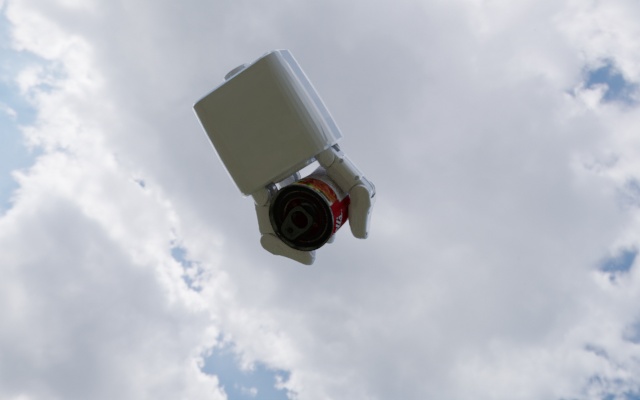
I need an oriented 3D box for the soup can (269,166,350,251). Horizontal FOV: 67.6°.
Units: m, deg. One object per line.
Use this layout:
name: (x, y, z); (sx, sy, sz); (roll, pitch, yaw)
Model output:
soup can: (0.001, 0.002, 0.495); (0.068, 0.068, 0.102); (0, 18, 24)
